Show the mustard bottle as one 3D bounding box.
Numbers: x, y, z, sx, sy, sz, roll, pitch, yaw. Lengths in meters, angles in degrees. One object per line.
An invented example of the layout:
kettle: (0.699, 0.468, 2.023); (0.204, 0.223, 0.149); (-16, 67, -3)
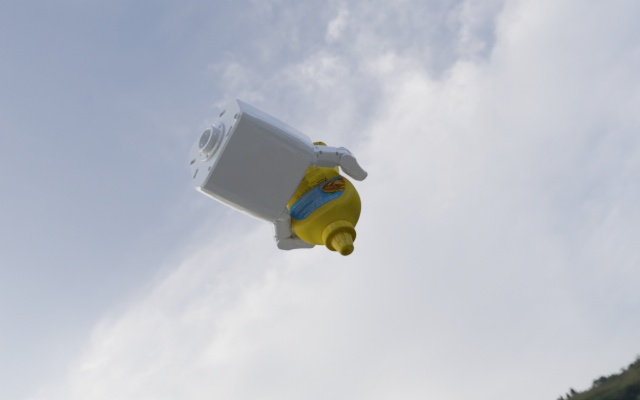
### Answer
mustard bottle: (0.000, 0.002, 0.621); (0.096, 0.058, 0.191); (-32, 41, 2)
